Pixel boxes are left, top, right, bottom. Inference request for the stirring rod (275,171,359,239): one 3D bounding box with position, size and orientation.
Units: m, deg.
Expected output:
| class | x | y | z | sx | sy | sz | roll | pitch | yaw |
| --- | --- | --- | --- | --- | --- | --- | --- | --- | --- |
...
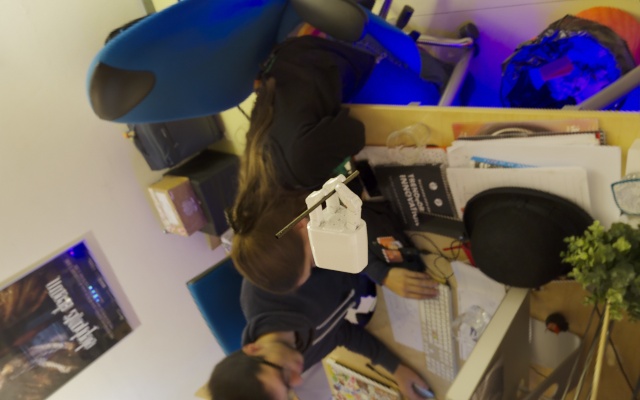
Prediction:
| class | x | y | z | sx | sy | sz | roll | pitch | yaw |
| --- | --- | --- | --- | --- | --- | --- | --- | --- | --- |
| stirring rod | 0.000 | 0.003 | 0.884 | 0.011 | 0.011 | 0.239 | 0 | 29 | 45 |
